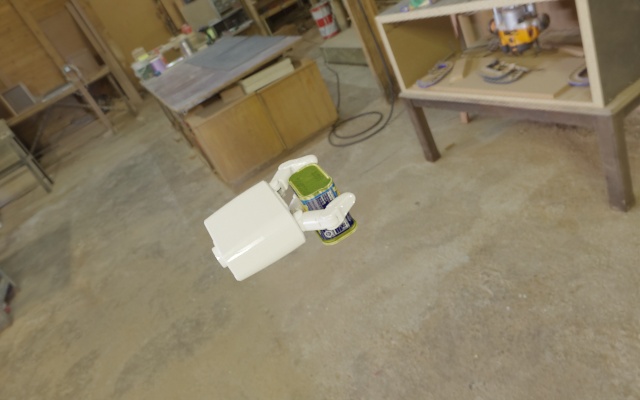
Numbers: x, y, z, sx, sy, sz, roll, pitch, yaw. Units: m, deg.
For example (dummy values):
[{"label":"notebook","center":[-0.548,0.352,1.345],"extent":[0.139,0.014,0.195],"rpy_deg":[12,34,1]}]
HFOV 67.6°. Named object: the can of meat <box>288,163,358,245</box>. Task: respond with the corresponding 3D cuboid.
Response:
[{"label":"can of meat","center":[0.000,0.002,0.687],"extent":[0.057,0.084,0.102],"rpy_deg":[-31,28,-5]}]
